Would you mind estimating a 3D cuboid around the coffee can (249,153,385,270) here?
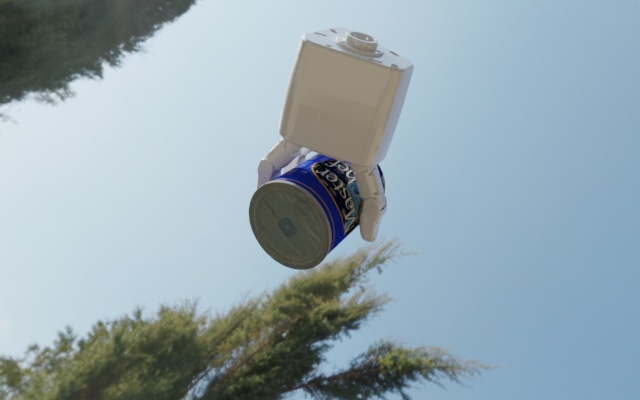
[{"bbox_3d":[0.000,0.002,0.555,0.103,0.103,0.140,0,23,34],"label":"coffee can"}]
